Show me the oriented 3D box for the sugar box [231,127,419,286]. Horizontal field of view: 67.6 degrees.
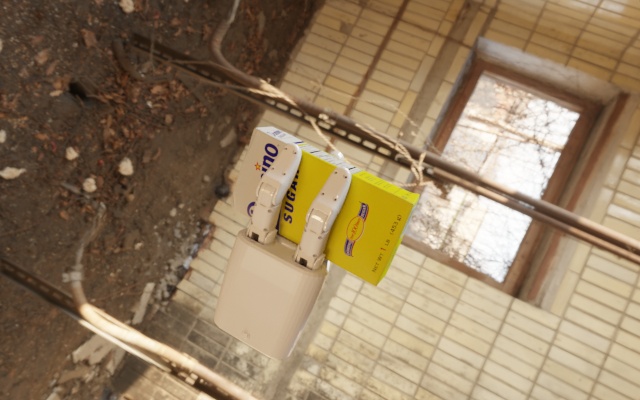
[{"bbox_3d":[0.000,0.002,0.479,0.176,0.093,0.048,25,19,14],"label":"sugar box"}]
